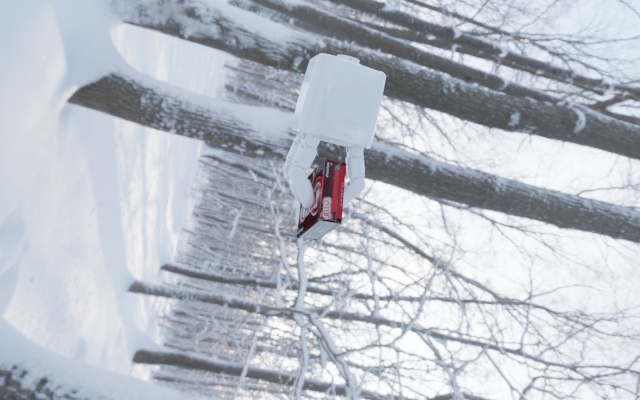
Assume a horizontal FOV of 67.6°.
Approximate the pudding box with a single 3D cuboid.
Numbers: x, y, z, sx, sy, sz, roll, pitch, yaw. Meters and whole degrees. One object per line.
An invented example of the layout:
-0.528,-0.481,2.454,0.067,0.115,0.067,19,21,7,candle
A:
0.000,0.002,0.684,0.039,0.090,0.113,11,-20,-13,pudding box
